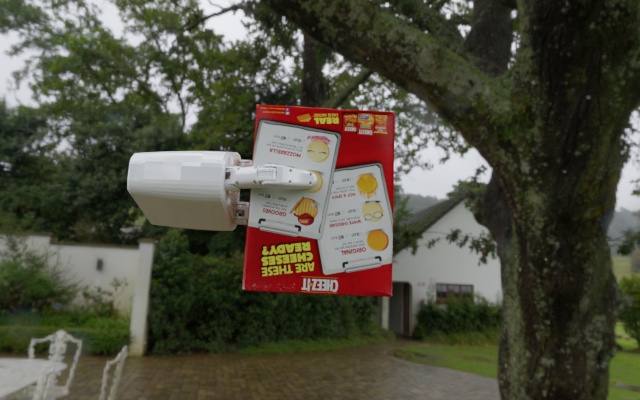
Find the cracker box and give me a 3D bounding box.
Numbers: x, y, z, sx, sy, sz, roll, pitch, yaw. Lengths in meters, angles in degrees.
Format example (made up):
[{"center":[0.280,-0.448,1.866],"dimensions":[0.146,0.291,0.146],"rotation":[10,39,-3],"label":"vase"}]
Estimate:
[{"center":[0.000,0.002,0.562],"dimensions":[0.164,0.213,0.072],"rotation":[3,-11,-1],"label":"cracker box"}]
